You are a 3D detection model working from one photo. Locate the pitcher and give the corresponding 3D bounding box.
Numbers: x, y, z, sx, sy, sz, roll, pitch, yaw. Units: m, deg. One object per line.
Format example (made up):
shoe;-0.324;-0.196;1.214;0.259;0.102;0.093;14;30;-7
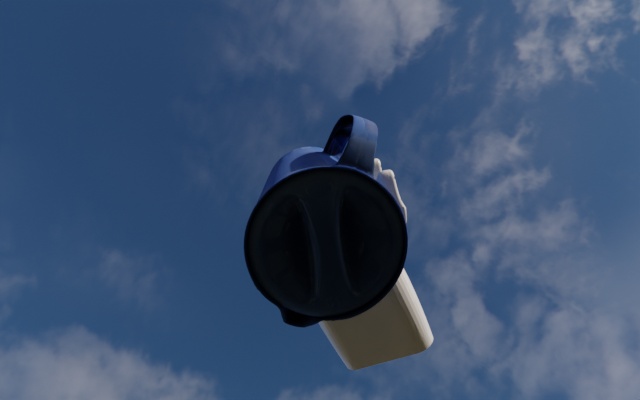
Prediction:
pitcher;0.000;0.002;0.492;0.149;0.145;0.242;-27;15;2
